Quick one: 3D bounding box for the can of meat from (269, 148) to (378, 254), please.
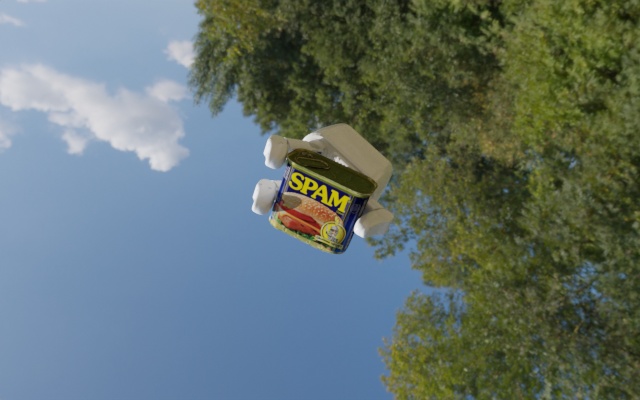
[{"bbox_3d":[0.000,0.002,0.535,0.102,0.084,0.057,26,25,10],"label":"can of meat"}]
